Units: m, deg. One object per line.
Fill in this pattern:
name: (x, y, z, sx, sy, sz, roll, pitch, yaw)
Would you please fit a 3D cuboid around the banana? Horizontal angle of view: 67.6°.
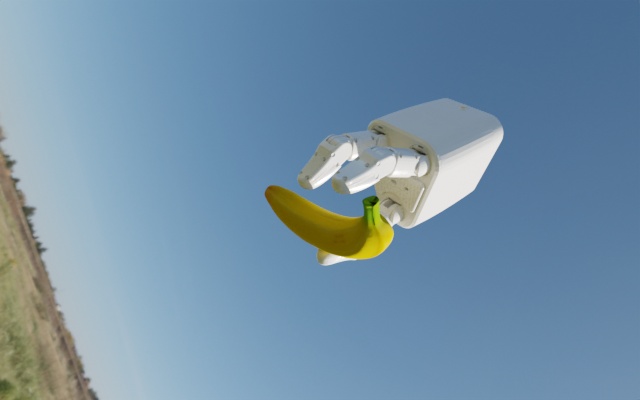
banana: (0.008, 0.019, 0.440, 0.037, 0.070, 0.198, -28, 17, -27)
